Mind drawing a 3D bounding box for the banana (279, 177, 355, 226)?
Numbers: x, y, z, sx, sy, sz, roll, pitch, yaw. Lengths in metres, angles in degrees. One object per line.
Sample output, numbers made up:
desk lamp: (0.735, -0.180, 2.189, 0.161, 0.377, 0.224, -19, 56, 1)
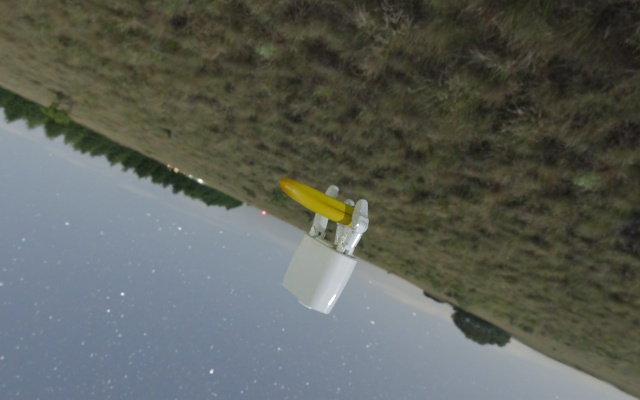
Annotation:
banana: (0.014, 0.010, 0.820, 0.198, 0.037, 0.069, 23, 4, -44)
